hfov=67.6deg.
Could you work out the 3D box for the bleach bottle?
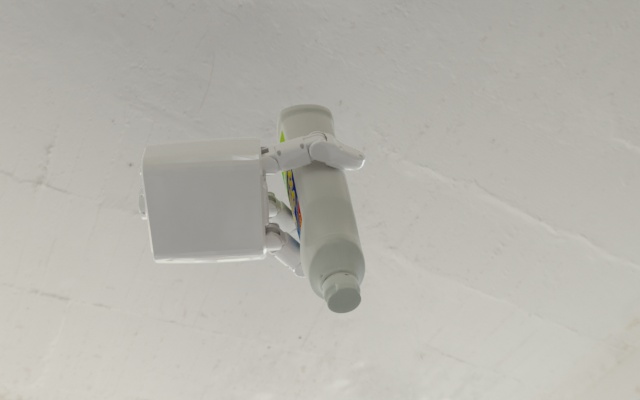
[{"bbox_3d":[0.000,0.002,0.476,0.068,0.103,0.250,-4,36,-8],"label":"bleach bottle"}]
